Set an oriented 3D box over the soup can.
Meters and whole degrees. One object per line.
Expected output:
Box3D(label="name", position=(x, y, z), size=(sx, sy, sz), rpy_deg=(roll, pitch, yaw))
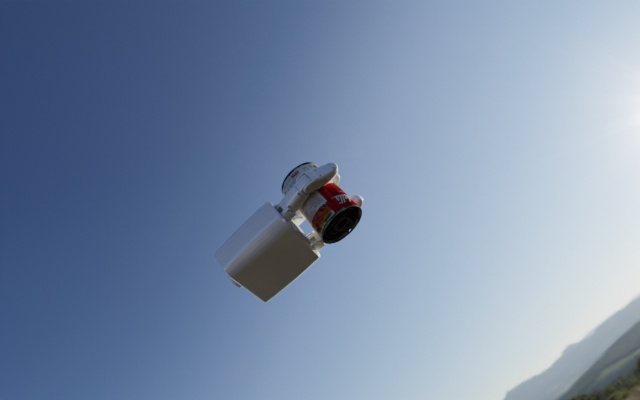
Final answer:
Box3D(label="soup can", position=(0.000, 0.002, 0.667), size=(0.068, 0.068, 0.102), rpy_deg=(0, 39, -49))
